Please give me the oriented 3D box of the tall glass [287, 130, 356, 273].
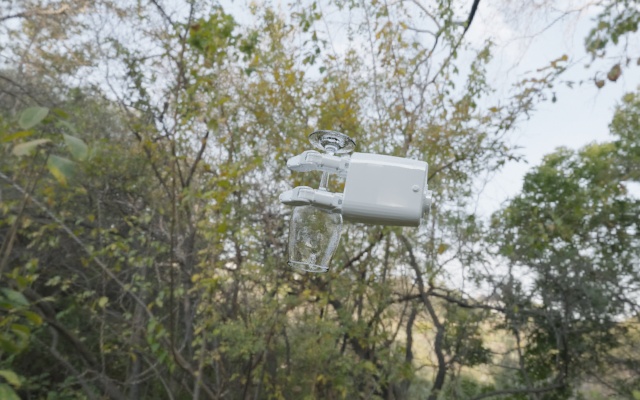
[{"bbox_3d":[0.000,0.002,0.709,0.079,0.201,0.079,10,-17,3],"label":"tall glass"}]
